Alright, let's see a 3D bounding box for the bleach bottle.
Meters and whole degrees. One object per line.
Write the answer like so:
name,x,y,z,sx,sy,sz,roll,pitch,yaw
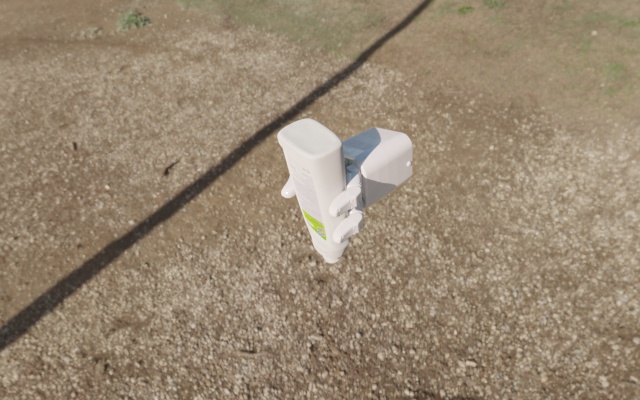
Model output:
bleach bottle,0.000,0.003,0.753,0.068,0.251,0.102,-30,46,-21
